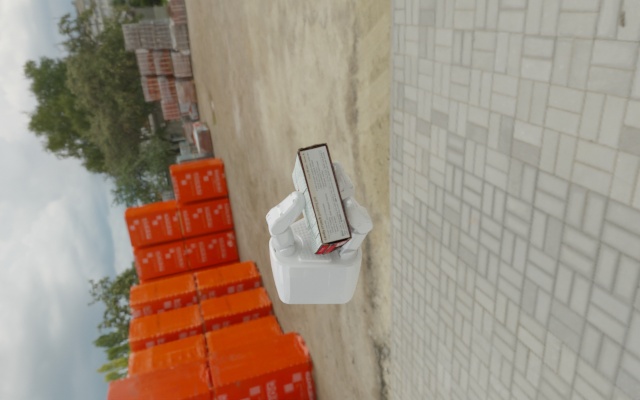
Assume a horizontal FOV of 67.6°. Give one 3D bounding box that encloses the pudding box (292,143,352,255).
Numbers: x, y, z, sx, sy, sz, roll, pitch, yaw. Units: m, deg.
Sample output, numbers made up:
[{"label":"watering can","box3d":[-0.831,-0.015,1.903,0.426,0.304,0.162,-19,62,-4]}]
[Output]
[{"label":"pudding box","box3d":[0.000,0.002,0.553,0.039,0.113,0.090,-15,-10,-10]}]
